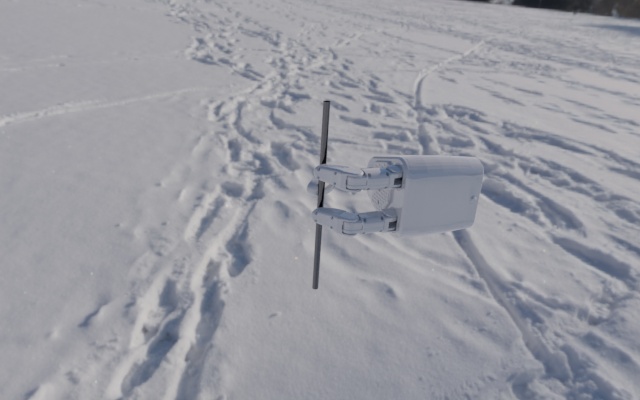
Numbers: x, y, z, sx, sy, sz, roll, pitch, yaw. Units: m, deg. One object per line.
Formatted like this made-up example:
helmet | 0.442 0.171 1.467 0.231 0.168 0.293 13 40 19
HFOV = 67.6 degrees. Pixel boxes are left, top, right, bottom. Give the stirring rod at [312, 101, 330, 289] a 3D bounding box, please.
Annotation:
stirring rod | 0.000 0.002 0.571 0.011 0.240 0.011 3 23 -1
